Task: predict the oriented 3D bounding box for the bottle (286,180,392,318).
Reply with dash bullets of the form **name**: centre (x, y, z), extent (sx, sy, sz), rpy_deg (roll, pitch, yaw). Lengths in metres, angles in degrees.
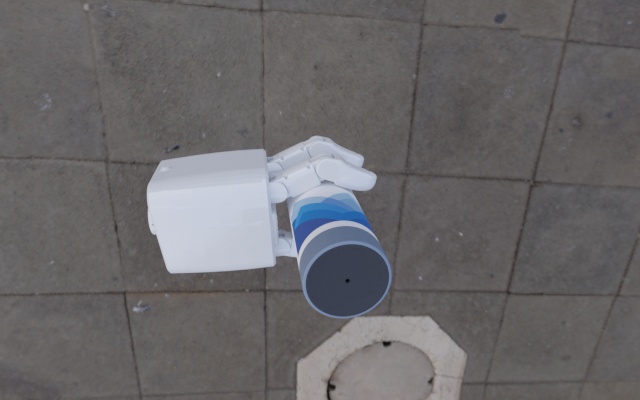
- **bottle**: centre (0.000, 0.002, 0.480), extent (0.069, 0.069, 0.295), rpy_deg (0, 23, -8)
